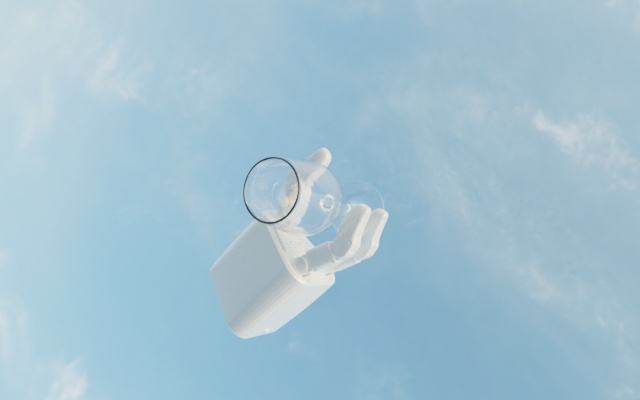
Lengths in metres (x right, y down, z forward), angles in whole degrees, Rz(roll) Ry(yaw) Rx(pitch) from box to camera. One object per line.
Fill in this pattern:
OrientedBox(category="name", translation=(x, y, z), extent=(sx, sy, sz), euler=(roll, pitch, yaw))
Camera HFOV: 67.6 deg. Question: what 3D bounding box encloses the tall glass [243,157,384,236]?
OrientedBox(category="tall glass", translation=(0.000, 0.002, 0.520), extent=(0.079, 0.079, 0.201), euler=(0, -7, 27))
